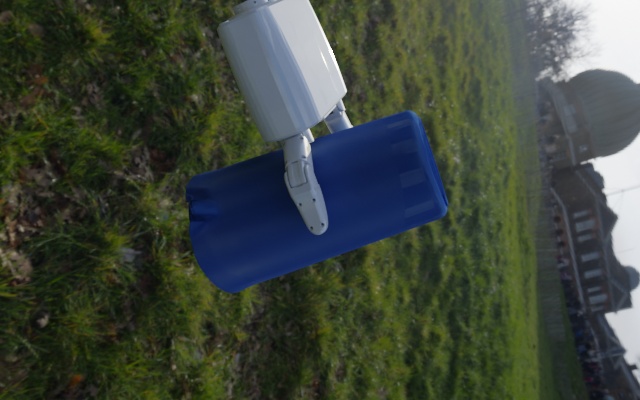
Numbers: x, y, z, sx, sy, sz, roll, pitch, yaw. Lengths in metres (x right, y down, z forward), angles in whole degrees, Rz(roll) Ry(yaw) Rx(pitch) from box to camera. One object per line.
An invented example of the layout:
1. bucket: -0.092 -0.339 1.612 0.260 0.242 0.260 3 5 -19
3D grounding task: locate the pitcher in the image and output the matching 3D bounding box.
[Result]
1. pitcher: 0.000 0.001 0.493 0.243 0.145 0.149 -18 23 15
